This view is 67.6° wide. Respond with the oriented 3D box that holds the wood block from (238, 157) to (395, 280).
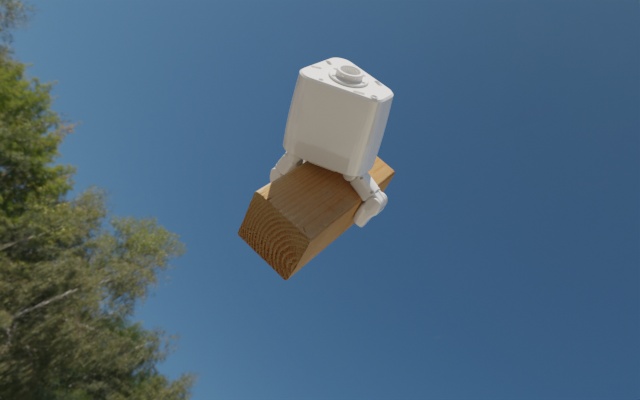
[{"bbox_3d":[0.001,0.002,0.642,0.206,0.091,0.090,-35,-18,-45],"label":"wood block"}]
